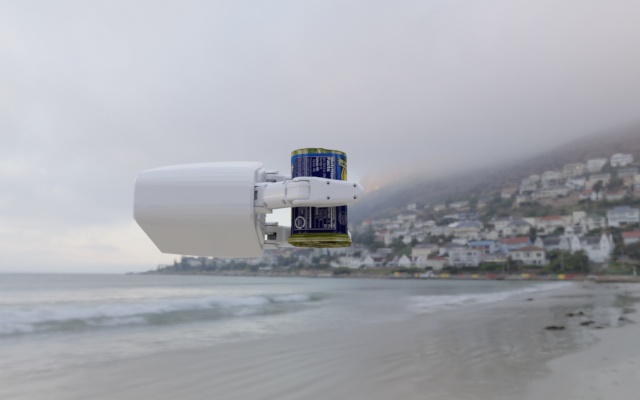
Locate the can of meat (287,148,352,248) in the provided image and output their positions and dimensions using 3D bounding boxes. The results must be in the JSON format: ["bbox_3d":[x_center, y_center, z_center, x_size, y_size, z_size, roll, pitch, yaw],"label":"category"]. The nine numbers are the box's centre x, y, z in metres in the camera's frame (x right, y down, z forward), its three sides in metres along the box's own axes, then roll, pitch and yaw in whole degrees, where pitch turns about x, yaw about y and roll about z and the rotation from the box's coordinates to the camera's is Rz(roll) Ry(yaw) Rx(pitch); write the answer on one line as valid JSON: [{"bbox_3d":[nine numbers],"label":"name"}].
[{"bbox_3d":[0.000,0.001,0.462,0.057,0.084,0.102,-1,-9,3],"label":"can of meat"}]
